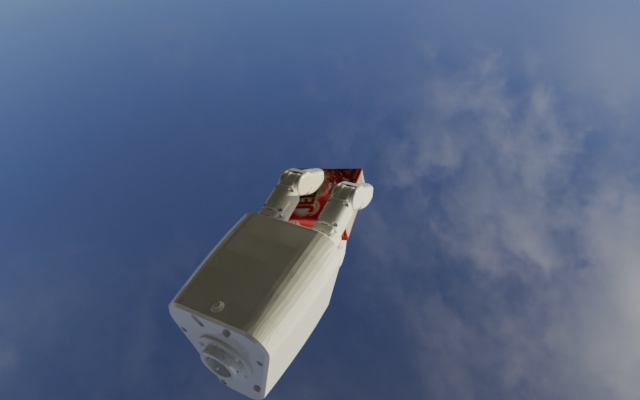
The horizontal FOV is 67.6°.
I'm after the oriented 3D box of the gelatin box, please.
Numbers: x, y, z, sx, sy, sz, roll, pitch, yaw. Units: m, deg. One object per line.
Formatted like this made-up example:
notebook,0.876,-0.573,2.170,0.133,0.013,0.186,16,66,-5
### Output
gelatin box,0.000,0.002,0.483,0.073,0.030,0.089,1,37,19
